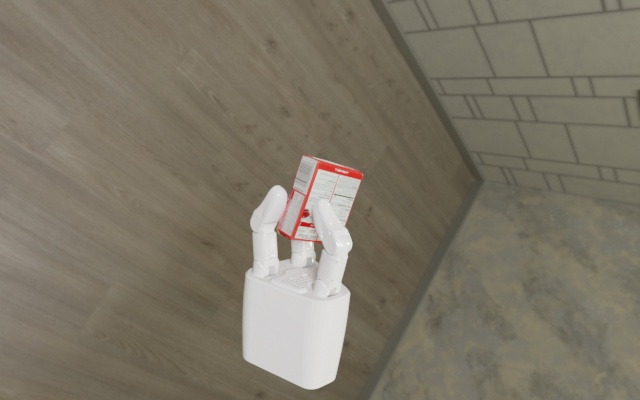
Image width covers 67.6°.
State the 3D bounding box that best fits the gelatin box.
[{"bbox_3d":[0.000,0.002,0.517,0.073,0.089,0.030,11,12,-45],"label":"gelatin box"}]
